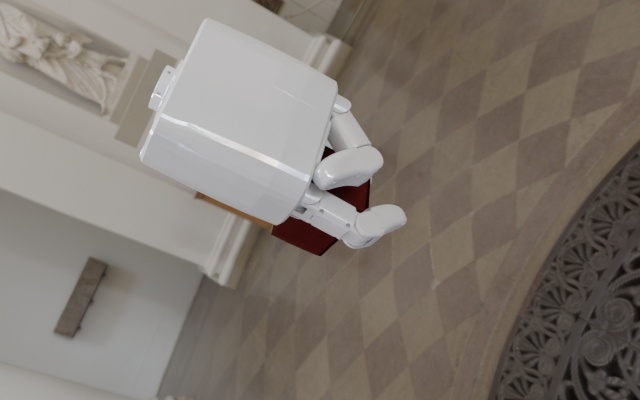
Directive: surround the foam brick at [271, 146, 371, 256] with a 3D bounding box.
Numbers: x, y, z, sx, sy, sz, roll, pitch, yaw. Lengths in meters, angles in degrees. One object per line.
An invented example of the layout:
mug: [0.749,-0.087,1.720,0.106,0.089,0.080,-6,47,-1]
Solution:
foam brick: [0.000,0.002,0.405,0.051,0.053,0.078,24,-42,-19]
